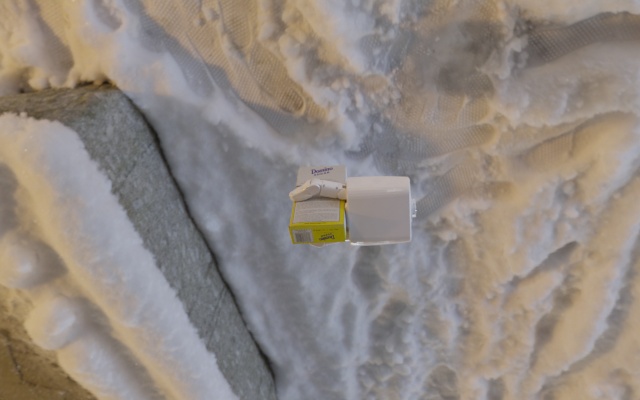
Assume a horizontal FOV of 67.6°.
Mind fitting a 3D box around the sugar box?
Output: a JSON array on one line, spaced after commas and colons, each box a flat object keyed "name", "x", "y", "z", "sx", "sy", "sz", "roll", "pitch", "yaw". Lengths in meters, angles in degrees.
[{"name": "sugar box", "x": 0.000, "y": 0.003, "z": 0.850, "sx": 0.093, "sy": 0.048, "sz": 0.176, "roll": -2, "pitch": 35, "yaw": 7}]
